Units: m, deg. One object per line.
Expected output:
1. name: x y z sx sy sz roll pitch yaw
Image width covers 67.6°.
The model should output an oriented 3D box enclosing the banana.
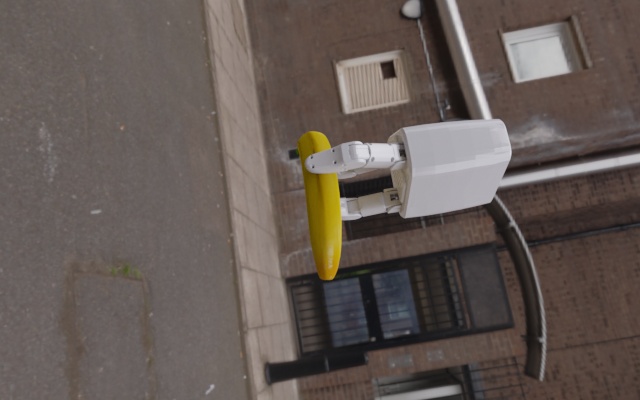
1. banana: 0.000 -0.013 0.513 0.037 0.197 0.070 -6 -41 -5
